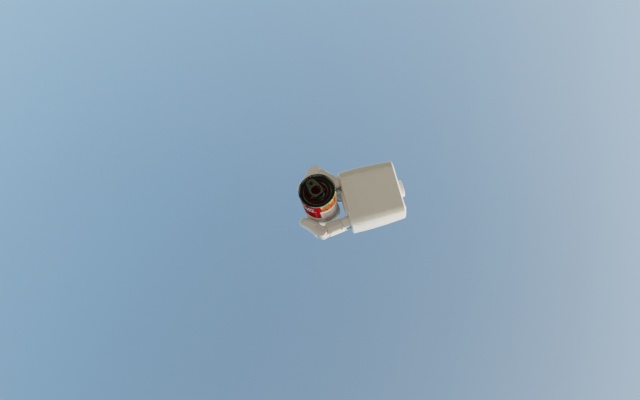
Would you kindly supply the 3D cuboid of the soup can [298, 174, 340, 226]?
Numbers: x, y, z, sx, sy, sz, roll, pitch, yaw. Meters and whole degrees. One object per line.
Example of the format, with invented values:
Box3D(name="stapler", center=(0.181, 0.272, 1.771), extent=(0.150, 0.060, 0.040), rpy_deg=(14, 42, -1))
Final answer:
Box3D(name="soup can", center=(0.000, 0.003, 0.900), extent=(0.068, 0.068, 0.102), rpy_deg=(0, -25, 8))
